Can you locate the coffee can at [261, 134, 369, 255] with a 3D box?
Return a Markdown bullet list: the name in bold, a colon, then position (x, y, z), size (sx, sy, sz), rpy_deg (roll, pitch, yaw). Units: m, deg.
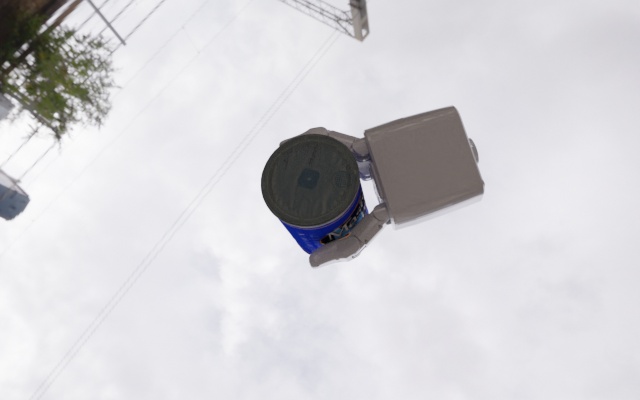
- **coffee can**: position (0.000, 0.002, 0.548), size (0.103, 0.102, 0.140), rpy_deg (0, -20, 10)
